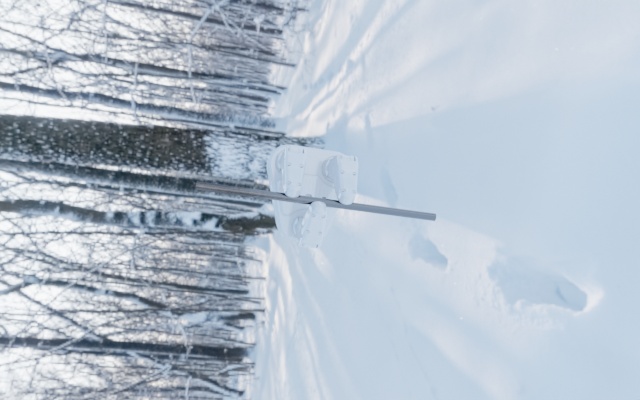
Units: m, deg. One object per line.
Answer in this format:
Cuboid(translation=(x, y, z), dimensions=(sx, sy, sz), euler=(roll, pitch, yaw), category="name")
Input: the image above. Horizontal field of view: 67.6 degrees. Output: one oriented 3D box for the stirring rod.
Cuboid(translation=(0.000, 0.002, 0.472), dimensions=(0.239, 0.011, 0.011), euler=(8, -1, -10), category="stirring rod")
